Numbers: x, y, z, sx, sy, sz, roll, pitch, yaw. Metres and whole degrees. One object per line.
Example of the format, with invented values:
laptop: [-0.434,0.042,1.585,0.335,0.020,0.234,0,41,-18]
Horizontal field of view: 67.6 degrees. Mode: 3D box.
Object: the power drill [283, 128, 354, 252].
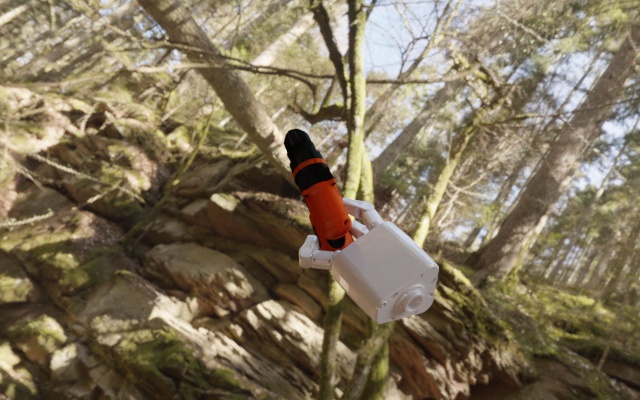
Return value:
power drill: [0.000,0.003,0.730,0.057,0.184,0.188,-22,-29,-1]
